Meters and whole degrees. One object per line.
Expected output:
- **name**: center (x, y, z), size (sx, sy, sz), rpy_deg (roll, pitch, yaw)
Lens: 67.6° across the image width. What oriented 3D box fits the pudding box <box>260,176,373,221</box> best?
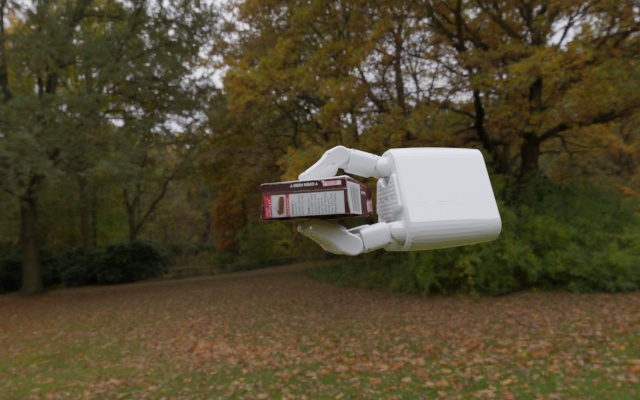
- **pudding box**: center (0.000, 0.001, 0.496), size (0.090, 0.039, 0.113), rpy_deg (-5, -6, 17)
